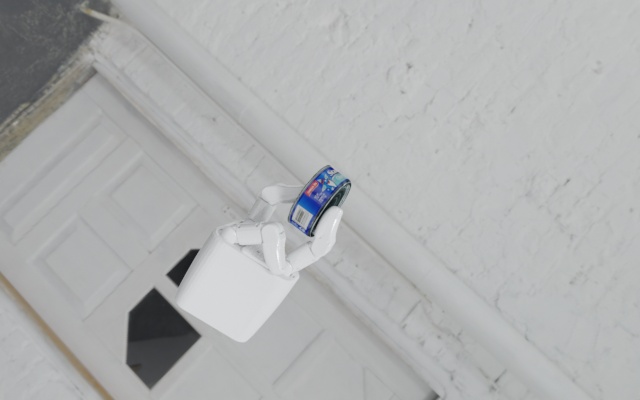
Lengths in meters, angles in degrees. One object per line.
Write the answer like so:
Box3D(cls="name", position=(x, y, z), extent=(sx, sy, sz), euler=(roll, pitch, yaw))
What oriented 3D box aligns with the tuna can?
Box3D(cls="tuna can", position=(0.001, 0.002, 0.574), extent=(0.033, 0.086, 0.086), euler=(36, 9, 12))
